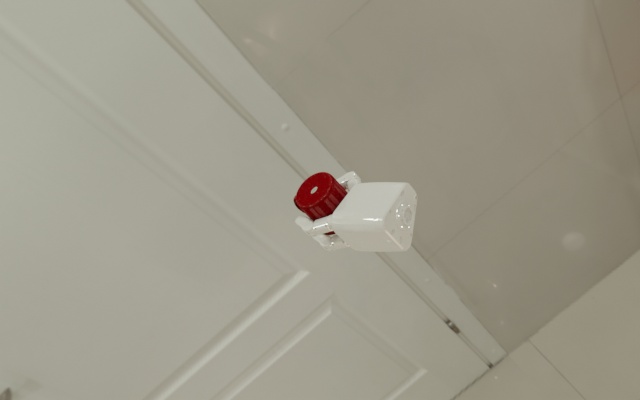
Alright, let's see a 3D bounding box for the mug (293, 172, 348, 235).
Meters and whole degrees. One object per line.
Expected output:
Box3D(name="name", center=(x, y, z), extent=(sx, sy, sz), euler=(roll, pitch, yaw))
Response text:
Box3D(name="mug", center=(-0.001, 0.003, 0.874), extent=(0.117, 0.093, 0.081), euler=(-2, -37, 41))
